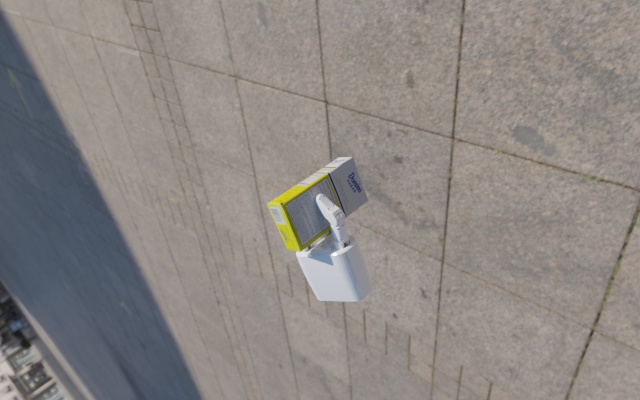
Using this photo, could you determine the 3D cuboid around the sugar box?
[{"bbox_3d":[0.000,0.003,0.834,0.176,0.093,0.048,-35,24,-34],"label":"sugar box"}]
